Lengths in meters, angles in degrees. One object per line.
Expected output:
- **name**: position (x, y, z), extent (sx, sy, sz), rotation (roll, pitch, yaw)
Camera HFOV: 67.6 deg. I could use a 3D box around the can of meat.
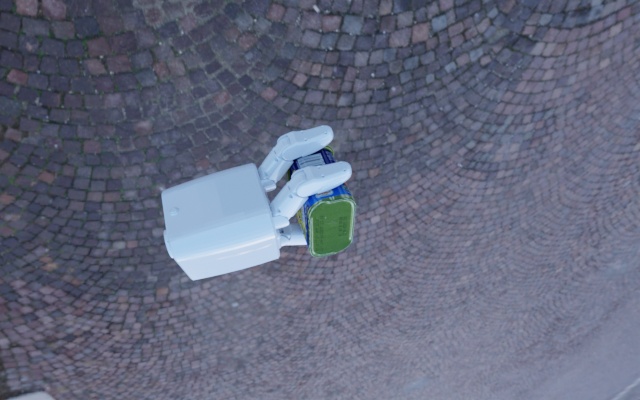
- **can of meat**: position (0.000, 0.002, 0.537), extent (0.057, 0.084, 0.102), rotation (-13, -40, -11)
